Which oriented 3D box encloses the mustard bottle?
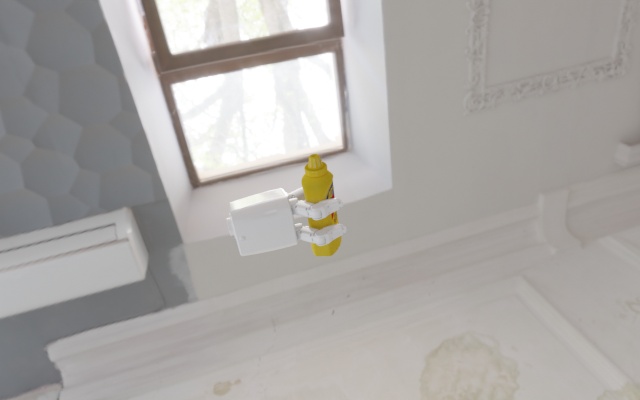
[{"bbox_3d":[0.001,0.003,0.885,0.058,0.192,0.096,-1,32,13],"label":"mustard bottle"}]
